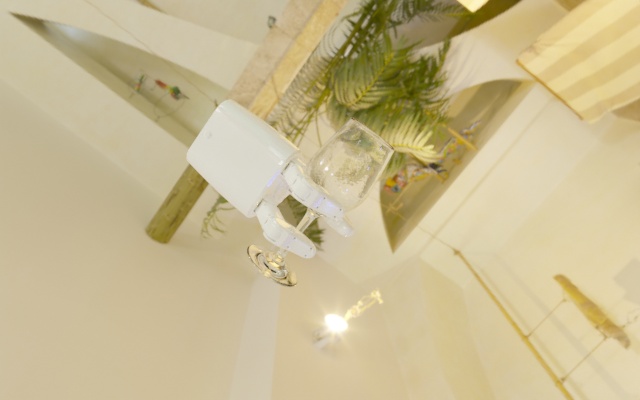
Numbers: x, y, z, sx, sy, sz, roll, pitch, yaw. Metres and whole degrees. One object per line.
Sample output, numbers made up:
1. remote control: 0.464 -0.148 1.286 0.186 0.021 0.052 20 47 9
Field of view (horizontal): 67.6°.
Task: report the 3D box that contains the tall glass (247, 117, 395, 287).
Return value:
1. tall glass: 0.000 0.002 0.556 0.079 0.201 0.079 35 13 -10
